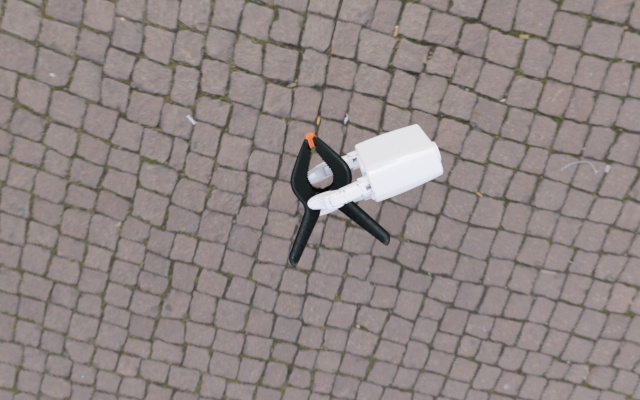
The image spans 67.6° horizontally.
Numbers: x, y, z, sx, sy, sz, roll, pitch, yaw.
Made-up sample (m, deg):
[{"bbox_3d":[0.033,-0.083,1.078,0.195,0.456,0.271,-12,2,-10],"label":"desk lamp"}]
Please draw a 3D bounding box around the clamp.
[{"bbox_3d":[0.000,0.002,0.742,0.164,0.210,0.036,-21,15,4],"label":"clamp"}]
